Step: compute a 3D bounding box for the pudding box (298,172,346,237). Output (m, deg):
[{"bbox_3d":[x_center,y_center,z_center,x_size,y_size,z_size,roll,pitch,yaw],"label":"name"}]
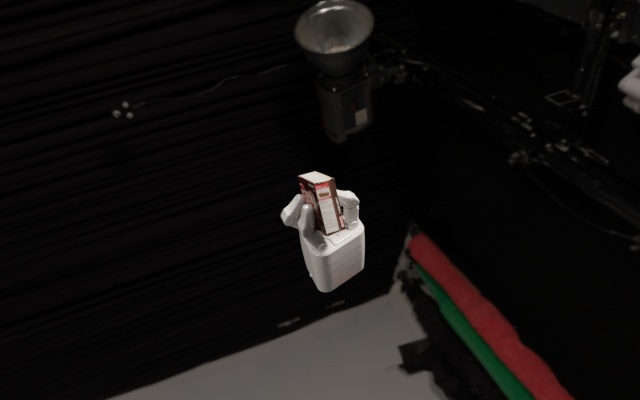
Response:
[{"bbox_3d":[0.000,0.003,0.794,0.039,0.090,0.113,-18,13,-15],"label":"pudding box"}]
